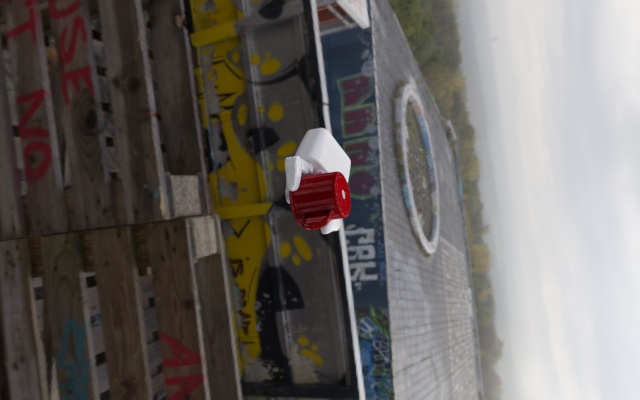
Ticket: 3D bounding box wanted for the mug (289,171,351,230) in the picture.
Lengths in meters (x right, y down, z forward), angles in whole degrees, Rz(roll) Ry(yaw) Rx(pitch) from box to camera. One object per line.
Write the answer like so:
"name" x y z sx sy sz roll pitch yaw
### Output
"mug" 0.000 0.004 0.813 0.081 0.093 0.117 -8 39 21
